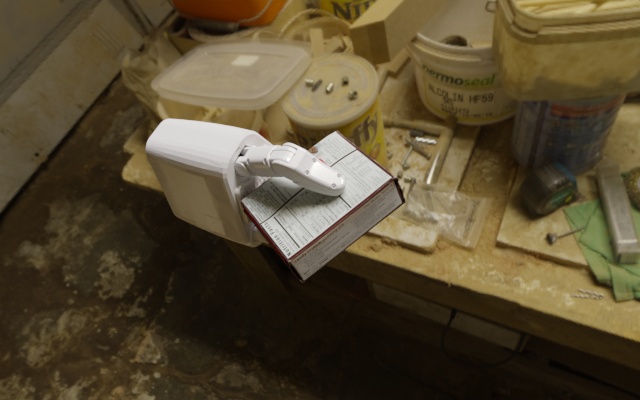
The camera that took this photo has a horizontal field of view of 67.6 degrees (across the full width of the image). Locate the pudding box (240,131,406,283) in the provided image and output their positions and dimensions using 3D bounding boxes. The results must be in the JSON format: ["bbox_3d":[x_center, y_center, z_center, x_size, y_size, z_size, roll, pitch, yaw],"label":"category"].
[{"bbox_3d":[0.000,0.001,0.408,0.090,0.113,0.039,46,-9,41],"label":"pudding box"}]
